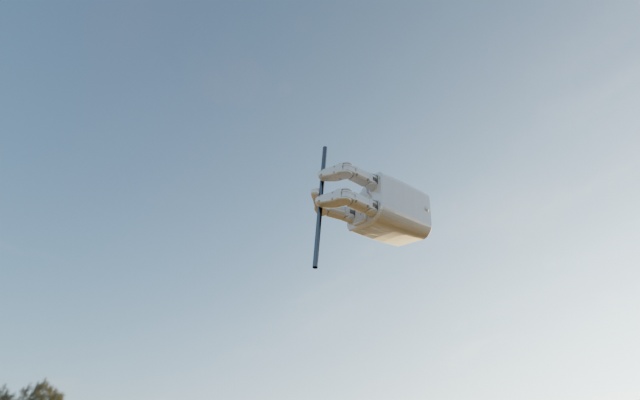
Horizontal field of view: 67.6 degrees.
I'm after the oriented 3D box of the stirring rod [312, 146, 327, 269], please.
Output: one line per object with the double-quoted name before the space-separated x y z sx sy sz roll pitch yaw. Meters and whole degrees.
"stirring rod" 0.000 0.003 0.773 0.011 0.239 0.011 3 -37 2
